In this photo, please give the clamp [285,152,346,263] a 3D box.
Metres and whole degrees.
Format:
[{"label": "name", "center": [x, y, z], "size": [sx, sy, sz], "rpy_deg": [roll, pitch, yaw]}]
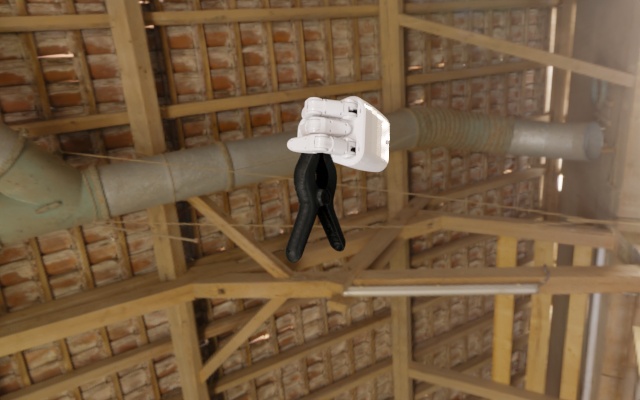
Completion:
[{"label": "clamp", "center": [0.000, 0.002, 0.680], "size": [0.039, 0.171, 0.120], "rpy_deg": [5, -3, 32]}]
